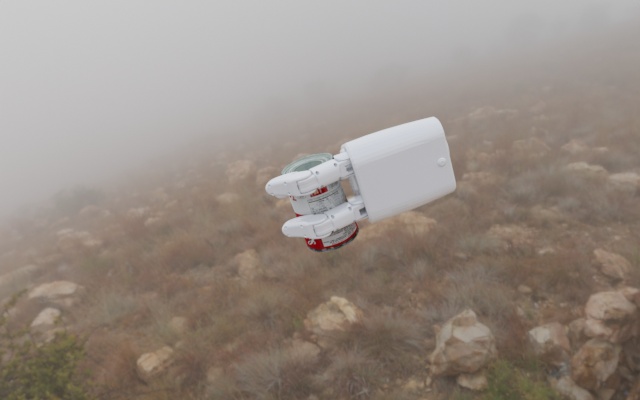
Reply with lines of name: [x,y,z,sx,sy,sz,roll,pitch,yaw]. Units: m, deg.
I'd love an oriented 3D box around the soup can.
soup can: [0.000,0.002,0.578,0.068,0.102,0.068,-17,22,7]
